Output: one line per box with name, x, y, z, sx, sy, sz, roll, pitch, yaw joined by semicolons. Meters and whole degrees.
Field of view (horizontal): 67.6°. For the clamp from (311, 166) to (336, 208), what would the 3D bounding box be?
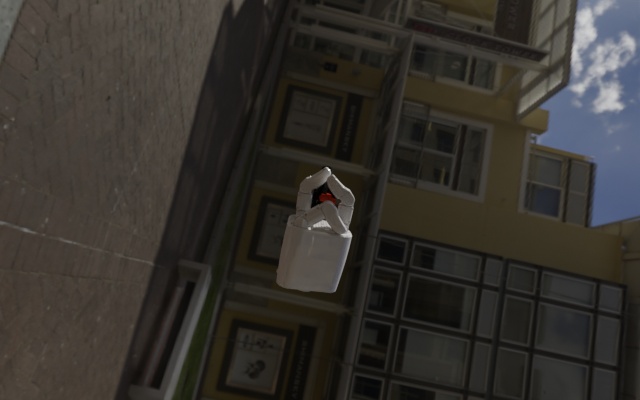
clamp;0.001;0.003;0.878;0.039;0.120;0.171;13;11;-3
